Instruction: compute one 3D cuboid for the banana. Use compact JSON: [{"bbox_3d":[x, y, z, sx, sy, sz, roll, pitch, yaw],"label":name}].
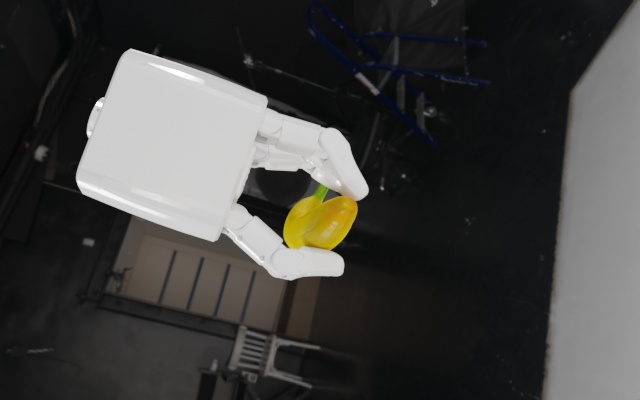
[{"bbox_3d":[-0.007,0.018,0.436,0.037,0.069,0.198,22,3,-9],"label":"banana"}]
